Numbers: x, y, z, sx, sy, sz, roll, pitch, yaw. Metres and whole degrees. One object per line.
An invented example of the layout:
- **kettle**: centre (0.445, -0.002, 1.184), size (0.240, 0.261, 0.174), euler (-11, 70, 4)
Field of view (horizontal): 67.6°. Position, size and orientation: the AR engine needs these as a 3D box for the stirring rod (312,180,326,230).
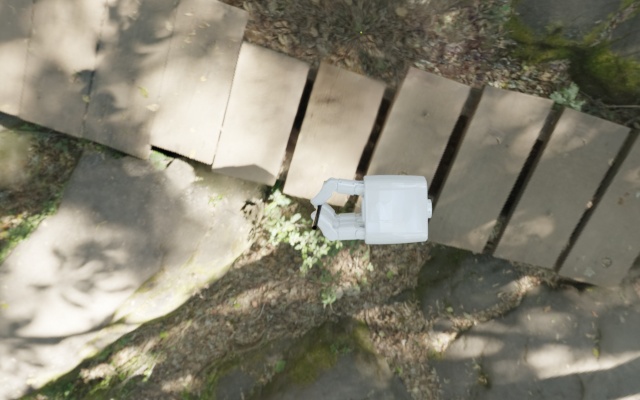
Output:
- **stirring rod**: centre (0.000, 0.003, 0.856), size (0.011, 0.011, 0.239), euler (0, 19, 5)
